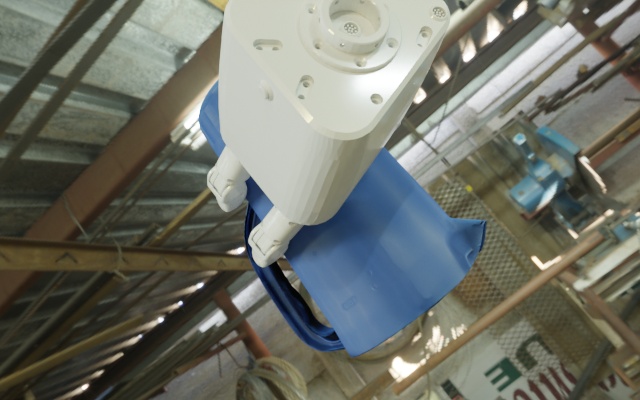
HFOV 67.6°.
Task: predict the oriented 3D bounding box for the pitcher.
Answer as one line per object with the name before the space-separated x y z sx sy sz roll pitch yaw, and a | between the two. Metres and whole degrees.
pitcher | 0.000 0.001 0.404 0.149 0.243 0.145 -35 -11 -19
